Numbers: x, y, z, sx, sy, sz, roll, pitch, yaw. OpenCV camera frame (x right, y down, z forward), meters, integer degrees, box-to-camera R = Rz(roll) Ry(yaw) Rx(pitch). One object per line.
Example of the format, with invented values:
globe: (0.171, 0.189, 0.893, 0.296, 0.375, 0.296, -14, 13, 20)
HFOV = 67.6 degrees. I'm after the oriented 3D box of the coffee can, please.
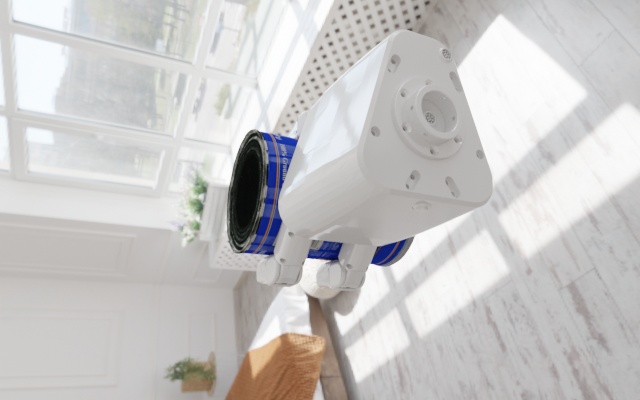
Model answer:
coffee can: (0.000, 0.001, 0.416, 0.140, 0.103, 0.103, 8, -3, -24)
